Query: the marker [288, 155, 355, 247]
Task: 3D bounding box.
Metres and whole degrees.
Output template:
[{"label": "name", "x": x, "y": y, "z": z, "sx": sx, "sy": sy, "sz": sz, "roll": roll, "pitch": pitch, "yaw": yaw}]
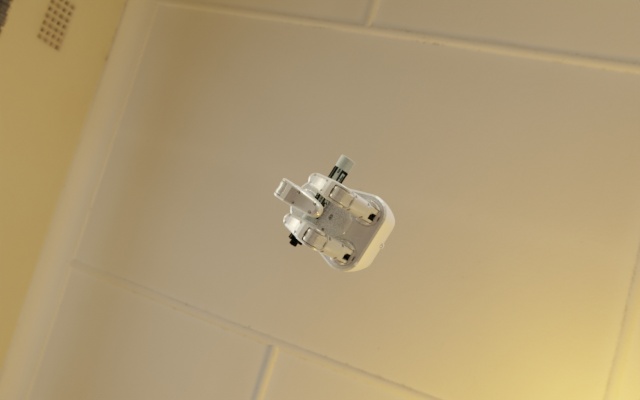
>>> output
[{"label": "marker", "x": 0.000, "y": 0.002, "z": 0.559, "sx": 0.020, "sy": 0.121, "sz": 0.020, "roll": 33, "pitch": 2, "yaw": -1}]
